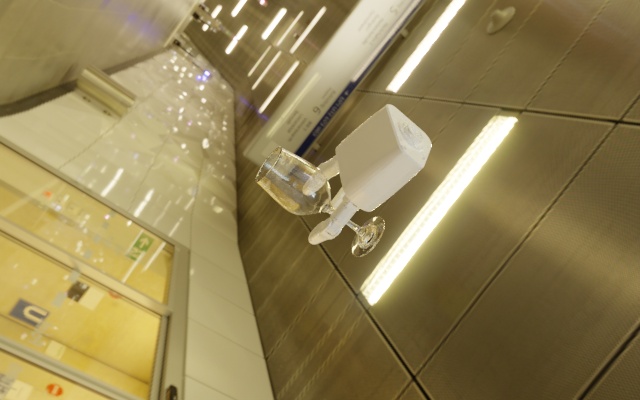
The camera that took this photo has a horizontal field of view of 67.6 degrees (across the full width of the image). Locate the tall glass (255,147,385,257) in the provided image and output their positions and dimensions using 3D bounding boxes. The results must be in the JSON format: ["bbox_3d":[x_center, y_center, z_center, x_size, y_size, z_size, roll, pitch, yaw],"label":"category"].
[{"bbox_3d":[0.001,0.003,0.721,0.201,0.079,0.079,36,-14,-20],"label":"tall glass"}]
